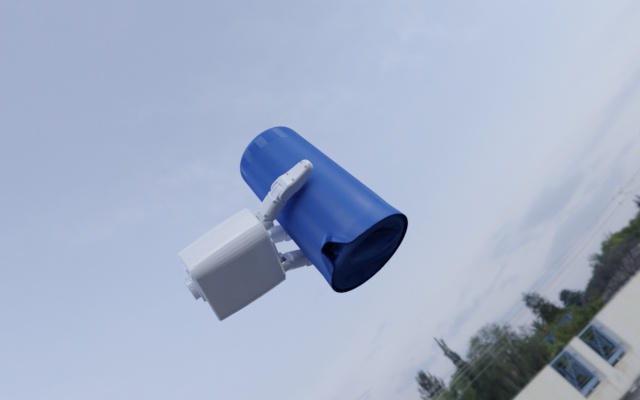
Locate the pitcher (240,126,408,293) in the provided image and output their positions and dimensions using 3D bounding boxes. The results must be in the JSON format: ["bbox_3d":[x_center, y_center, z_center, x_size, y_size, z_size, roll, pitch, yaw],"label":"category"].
[{"bbox_3d":[0.000,0.002,0.675,0.145,0.242,0.149,-35,-32,-18],"label":"pitcher"}]
